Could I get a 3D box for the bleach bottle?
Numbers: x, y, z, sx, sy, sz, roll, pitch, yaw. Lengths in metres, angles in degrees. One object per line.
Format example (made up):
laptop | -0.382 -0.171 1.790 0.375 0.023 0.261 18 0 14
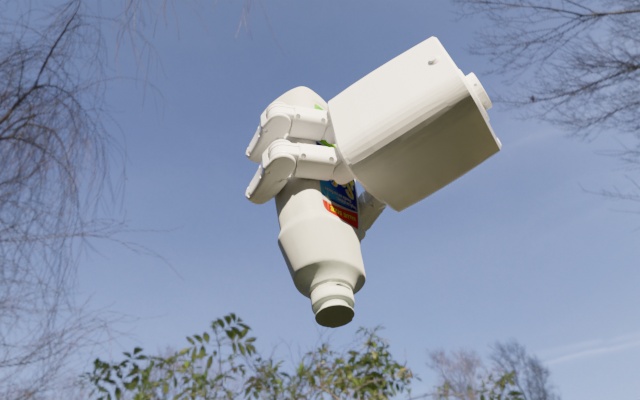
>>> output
bleach bottle | 0.000 0.001 0.428 0.068 0.250 0.103 -31 -50 19
